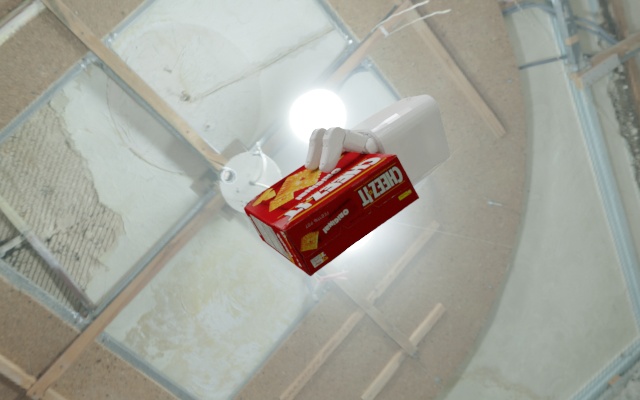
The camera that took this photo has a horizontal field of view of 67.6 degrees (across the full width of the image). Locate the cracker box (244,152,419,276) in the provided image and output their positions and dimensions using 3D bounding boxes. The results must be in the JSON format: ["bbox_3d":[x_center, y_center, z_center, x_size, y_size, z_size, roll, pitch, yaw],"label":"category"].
[{"bbox_3d":[0.000,0.002,0.634,0.164,0.072,0.213,-35,17,-14],"label":"cracker box"}]
